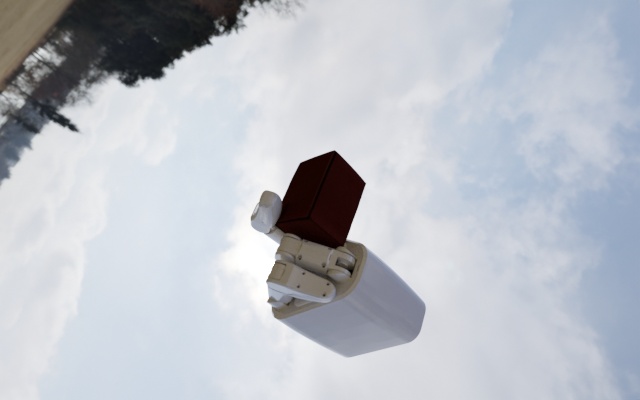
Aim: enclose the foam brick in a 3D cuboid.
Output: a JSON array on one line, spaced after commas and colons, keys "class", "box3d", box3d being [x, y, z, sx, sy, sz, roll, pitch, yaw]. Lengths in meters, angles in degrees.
[{"class": "foam brick", "box3d": [0.000, 0.001, 0.459, 0.053, 0.078, 0.051, -12, -44, 46]}]
